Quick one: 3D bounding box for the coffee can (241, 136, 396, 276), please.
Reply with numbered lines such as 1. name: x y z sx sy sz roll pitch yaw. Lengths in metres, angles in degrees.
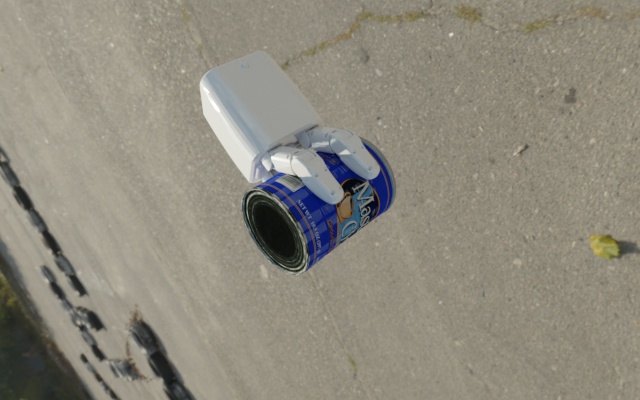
1. coffee can: 0.000 0.002 0.524 0.140 0.103 0.103 -33 20 -34
